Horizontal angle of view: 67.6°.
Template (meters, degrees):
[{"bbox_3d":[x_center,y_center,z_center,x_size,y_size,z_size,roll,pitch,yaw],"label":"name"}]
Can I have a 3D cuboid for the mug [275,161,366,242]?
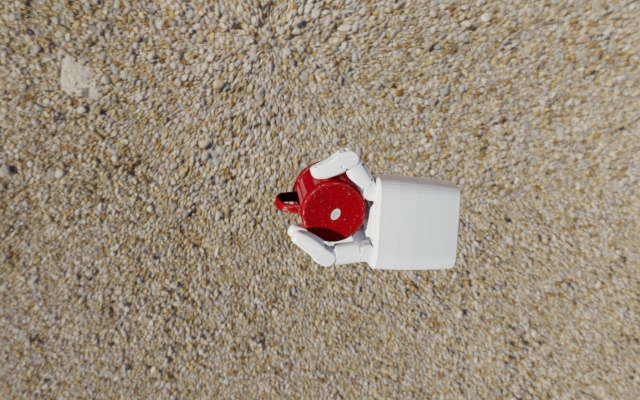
[{"bbox_3d":[-0.001,0.002,0.615,0.117,0.093,0.081,2,18,-8],"label":"mug"}]
